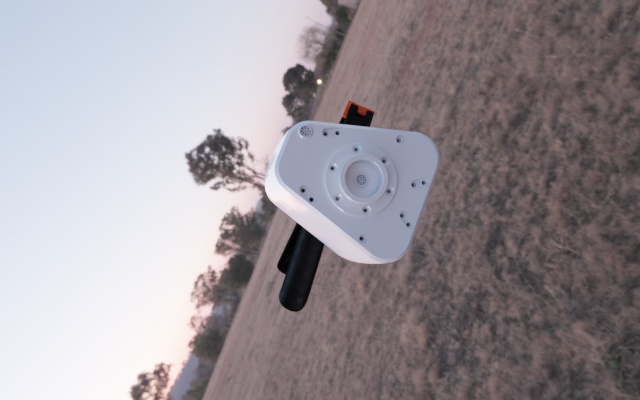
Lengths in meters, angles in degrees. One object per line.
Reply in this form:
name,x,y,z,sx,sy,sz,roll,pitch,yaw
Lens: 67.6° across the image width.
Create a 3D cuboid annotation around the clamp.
clamp,0.000,0.001,0.495,0.036,0.210,0.164,22,-6,-8
